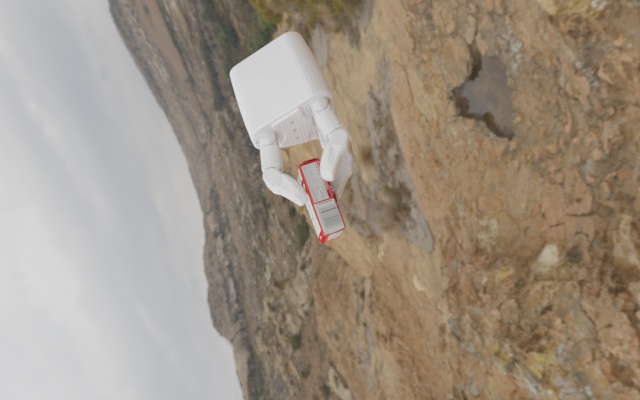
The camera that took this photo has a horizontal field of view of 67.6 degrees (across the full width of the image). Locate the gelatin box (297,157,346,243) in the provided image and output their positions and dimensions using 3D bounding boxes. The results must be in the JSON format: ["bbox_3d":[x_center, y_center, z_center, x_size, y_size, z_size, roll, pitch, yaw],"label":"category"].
[{"bbox_3d":[0.000,0.002,0.566,0.030,0.089,0.073,-19,-11,-7],"label":"gelatin box"}]
